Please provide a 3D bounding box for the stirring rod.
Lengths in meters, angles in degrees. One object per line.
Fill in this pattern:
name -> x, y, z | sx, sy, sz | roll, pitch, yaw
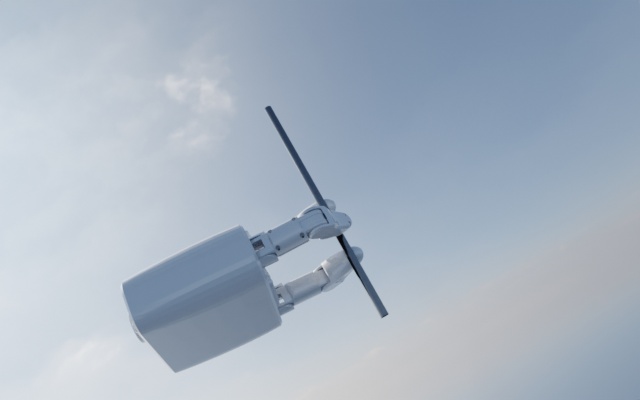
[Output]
stirring rod -> 0.000, 0.002, 0.451 | 0.011, 0.239, 0.011 | -25, -22, -11
